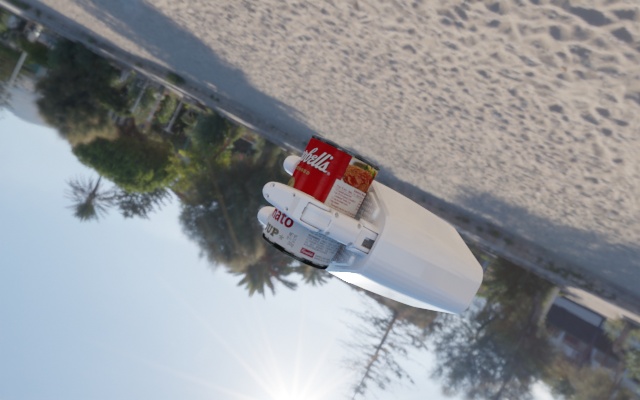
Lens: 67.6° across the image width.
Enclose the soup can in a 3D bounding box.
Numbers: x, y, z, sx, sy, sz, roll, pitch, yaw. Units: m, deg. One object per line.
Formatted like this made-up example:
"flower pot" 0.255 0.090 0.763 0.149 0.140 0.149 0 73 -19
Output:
"soup can" 0.000 0.001 0.426 0.068 0.102 0.068 27 3 -1
